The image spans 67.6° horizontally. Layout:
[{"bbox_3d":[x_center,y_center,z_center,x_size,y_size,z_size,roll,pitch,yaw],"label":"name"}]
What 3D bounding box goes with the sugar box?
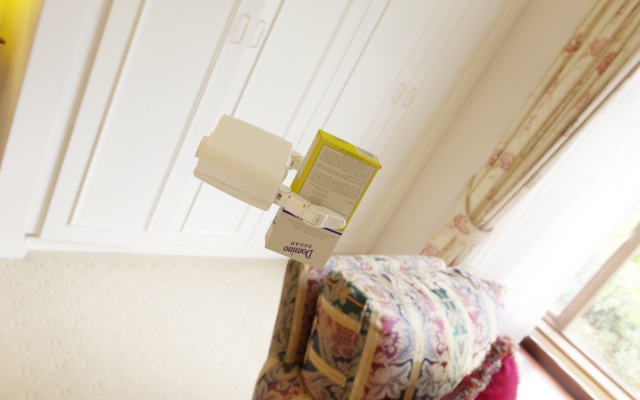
[{"bbox_3d":[0.000,0.002,0.653,0.093,0.176,0.048,24,22,-15],"label":"sugar box"}]
